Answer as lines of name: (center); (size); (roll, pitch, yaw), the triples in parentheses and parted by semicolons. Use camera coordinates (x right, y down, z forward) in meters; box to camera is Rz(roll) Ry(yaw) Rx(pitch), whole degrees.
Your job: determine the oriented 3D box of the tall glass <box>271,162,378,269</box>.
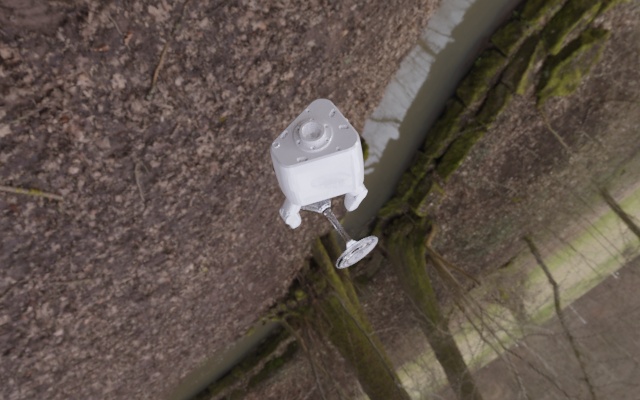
tall glass: (0.000, 0.003, 0.732); (0.079, 0.201, 0.079); (-29, -25, -15)
